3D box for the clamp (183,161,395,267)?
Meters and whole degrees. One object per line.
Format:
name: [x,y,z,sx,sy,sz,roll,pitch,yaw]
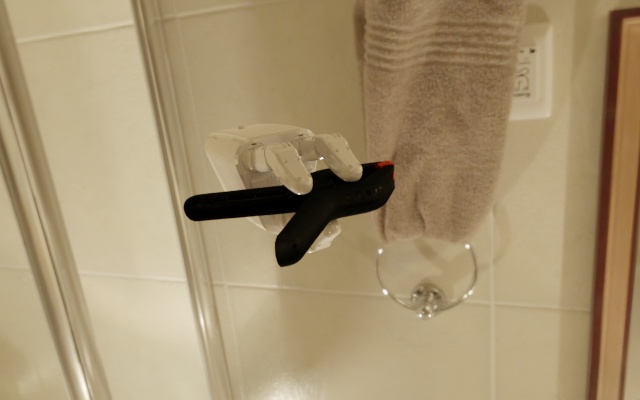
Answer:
clamp: [0.000,0.002,0.439,0.210,0.036,0.164,-16,22,-29]
